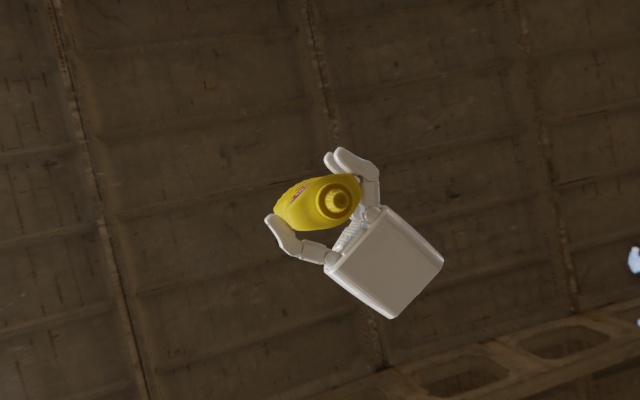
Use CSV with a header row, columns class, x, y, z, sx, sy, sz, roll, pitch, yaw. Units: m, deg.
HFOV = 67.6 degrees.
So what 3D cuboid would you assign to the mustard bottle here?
class,x,y,z,sx,sy,sz,roll,pitch,yaw
mustard bottle,0.000,0.002,0.593,0.096,0.058,0.191,-28,6,-12
